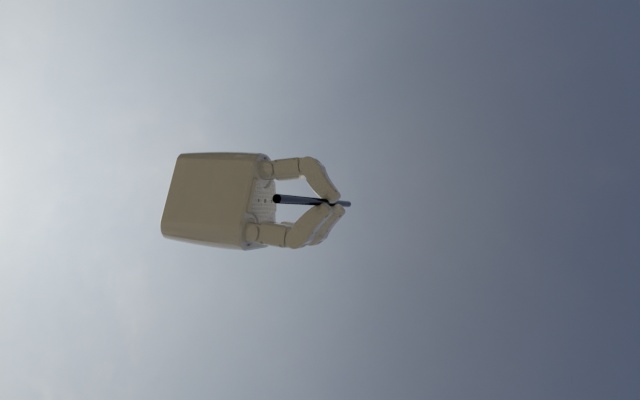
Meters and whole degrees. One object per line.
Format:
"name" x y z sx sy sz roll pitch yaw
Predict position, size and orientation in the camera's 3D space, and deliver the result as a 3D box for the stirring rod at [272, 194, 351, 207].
"stirring rod" 0.000 0.002 0.504 0.011 0.011 0.239 0 -1 17
